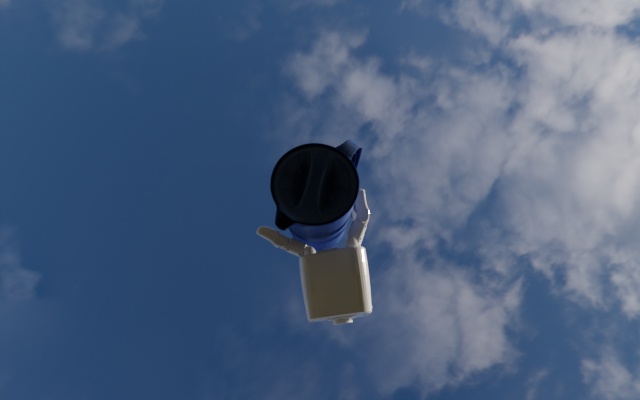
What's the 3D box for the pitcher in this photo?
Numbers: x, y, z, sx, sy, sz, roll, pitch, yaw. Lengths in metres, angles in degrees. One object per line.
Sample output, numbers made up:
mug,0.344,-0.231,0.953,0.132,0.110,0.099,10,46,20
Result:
pitcher,0.000,0.003,0.820,0.149,0.145,0.243,-6,-18,-1
